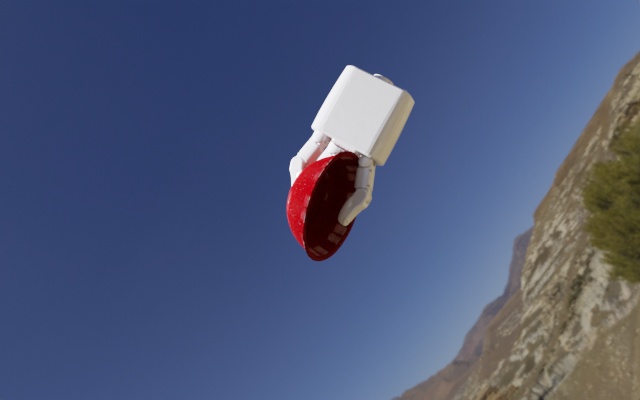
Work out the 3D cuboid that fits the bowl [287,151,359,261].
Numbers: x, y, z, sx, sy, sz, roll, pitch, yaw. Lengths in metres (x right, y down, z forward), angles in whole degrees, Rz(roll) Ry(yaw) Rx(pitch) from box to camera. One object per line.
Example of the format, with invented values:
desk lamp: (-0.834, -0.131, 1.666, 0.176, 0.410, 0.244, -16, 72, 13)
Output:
bowl: (-0.001, 0.003, 0.681, 0.055, 0.162, 0.162, 18, 8, 27)
